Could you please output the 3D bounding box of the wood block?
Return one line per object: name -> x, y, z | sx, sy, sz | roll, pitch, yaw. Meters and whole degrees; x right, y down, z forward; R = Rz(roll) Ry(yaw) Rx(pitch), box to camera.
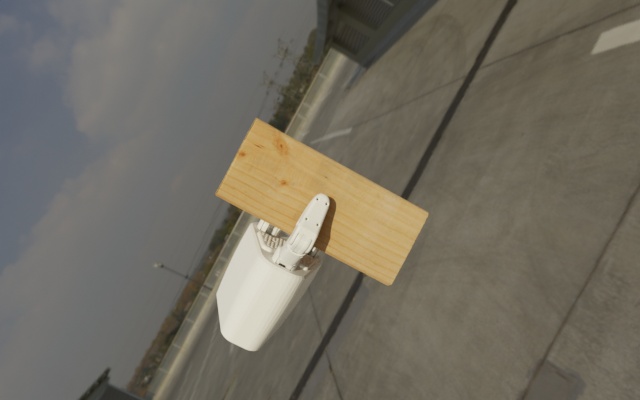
wood block -> 0.000, 0.002, 0.531 | 0.206, 0.090, 0.091 | 28, 0, -7
